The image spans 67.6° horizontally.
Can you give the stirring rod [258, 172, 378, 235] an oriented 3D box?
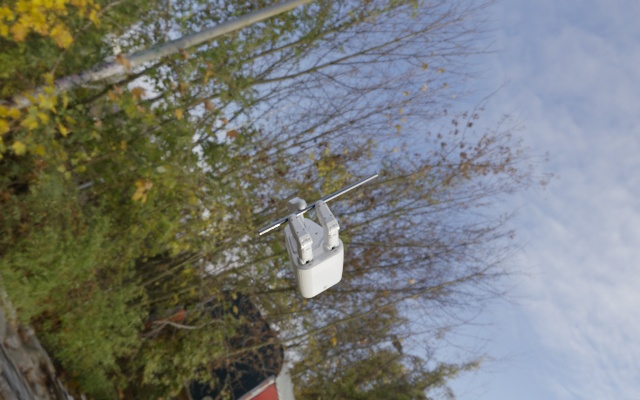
[{"bbox_3d":[0.000,0.003,0.829,0.239,0.011,0.011,-27,9,-19],"label":"stirring rod"}]
